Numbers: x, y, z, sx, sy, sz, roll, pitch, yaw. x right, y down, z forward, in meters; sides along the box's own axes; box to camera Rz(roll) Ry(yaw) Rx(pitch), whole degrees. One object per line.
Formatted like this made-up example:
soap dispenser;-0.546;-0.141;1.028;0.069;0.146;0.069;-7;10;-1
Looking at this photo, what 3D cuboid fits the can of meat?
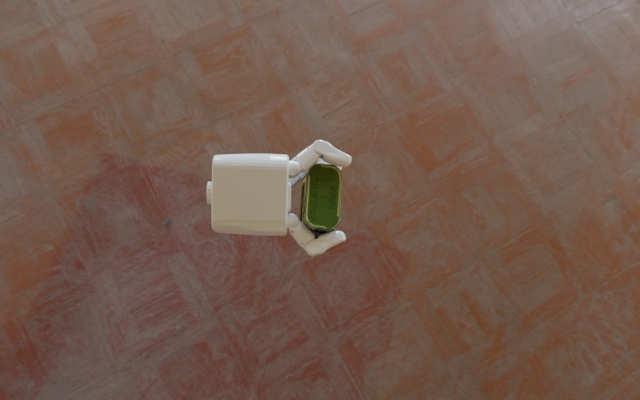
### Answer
can of meat;0.000;0.002;0.716;0.057;0.102;0.084;4;-13;-5
